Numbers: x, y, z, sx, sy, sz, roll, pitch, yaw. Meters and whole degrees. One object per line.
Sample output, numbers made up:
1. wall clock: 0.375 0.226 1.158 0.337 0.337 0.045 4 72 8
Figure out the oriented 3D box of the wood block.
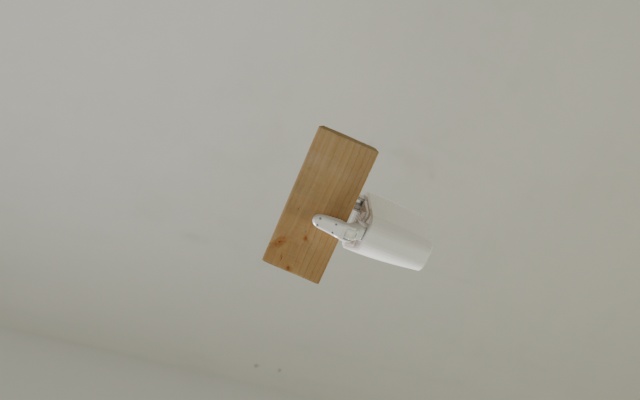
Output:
1. wood block: 0.000 0.003 0.701 0.090 0.206 0.091 23 10 -1
